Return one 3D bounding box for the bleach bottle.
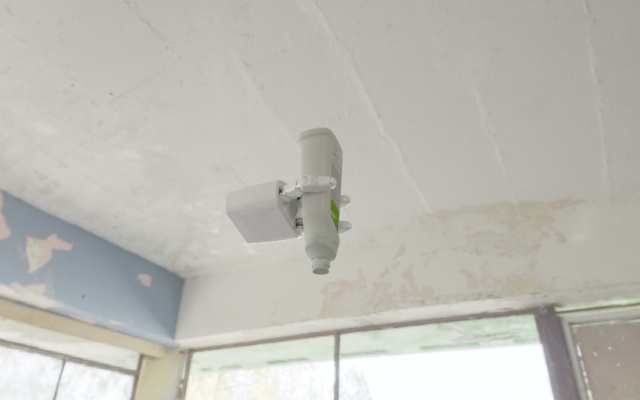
[{"bbox_3d":[0.000,0.003,0.826,0.068,0.250,0.103,-10,-32,19],"label":"bleach bottle"}]
